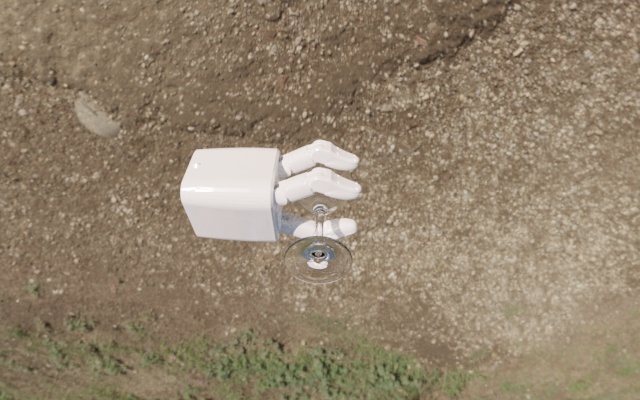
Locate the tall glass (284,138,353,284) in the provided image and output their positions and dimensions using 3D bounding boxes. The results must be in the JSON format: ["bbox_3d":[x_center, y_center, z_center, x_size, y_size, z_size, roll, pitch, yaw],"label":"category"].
[{"bbox_3d":[0.000,0.002,0.589,0.079,0.079,0.200,0,40,3],"label":"tall glass"}]
